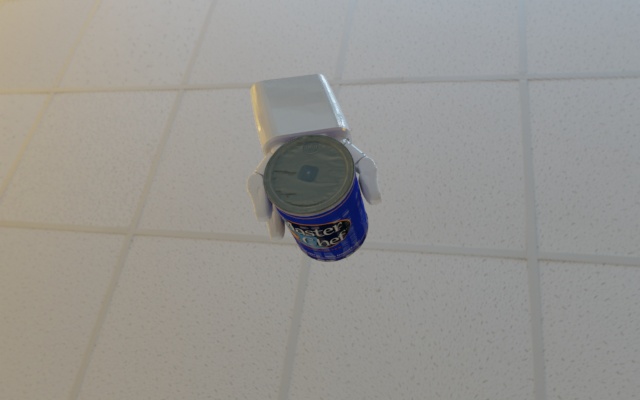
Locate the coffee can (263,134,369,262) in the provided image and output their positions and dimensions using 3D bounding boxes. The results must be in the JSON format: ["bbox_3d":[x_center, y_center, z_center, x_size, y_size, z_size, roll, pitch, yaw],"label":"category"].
[{"bbox_3d":[0.000,0.002,0.580,0.103,0.102,0.140,0,-28,13],"label":"coffee can"}]
